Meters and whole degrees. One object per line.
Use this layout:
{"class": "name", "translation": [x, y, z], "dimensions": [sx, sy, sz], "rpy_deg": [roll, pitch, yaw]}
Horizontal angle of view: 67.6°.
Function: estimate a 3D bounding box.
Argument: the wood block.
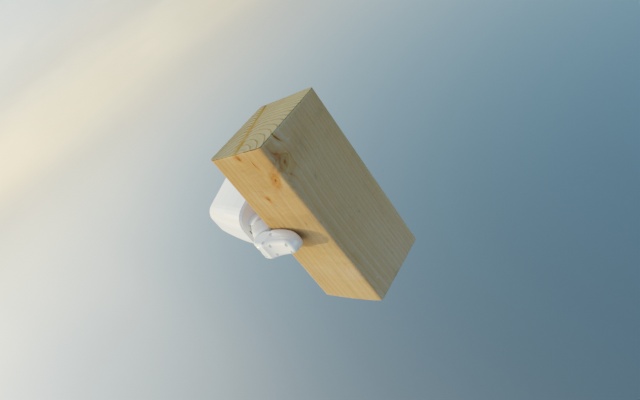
{"class": "wood block", "translation": [0.000, 0.002, 0.496], "dimensions": [0.090, 0.206, 0.090], "rpy_deg": [-6, 40, 49]}
